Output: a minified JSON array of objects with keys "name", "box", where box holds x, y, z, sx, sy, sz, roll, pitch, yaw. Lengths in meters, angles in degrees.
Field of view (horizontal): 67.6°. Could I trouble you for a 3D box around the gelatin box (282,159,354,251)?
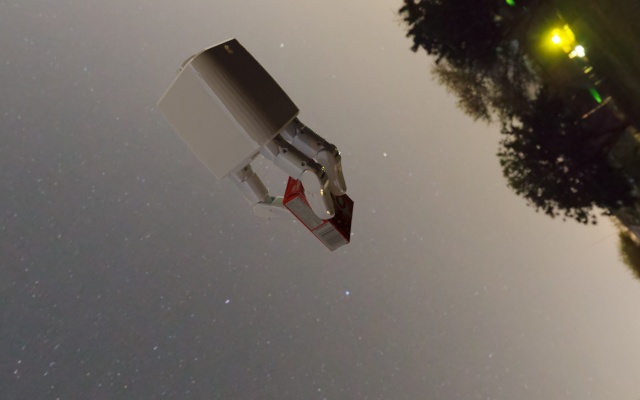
[{"name":"gelatin box","box":[0.000,0.002,0.543,0.030,0.089,0.073,-30,28,28]}]
